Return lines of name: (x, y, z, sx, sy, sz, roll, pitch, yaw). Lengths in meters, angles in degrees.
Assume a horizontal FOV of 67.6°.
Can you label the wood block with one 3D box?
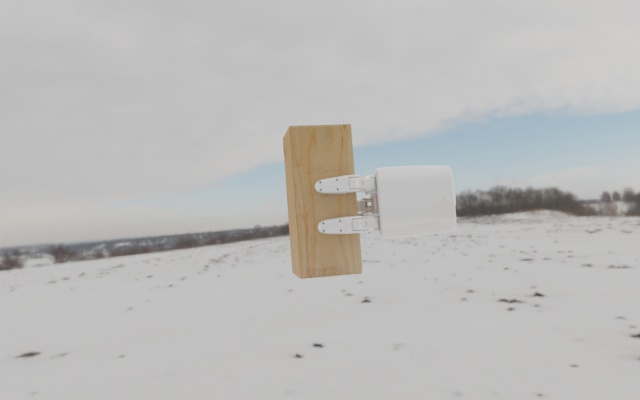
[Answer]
wood block: (0.000, 0.002, 0.690, 0.090, 0.206, 0.091, -4, -3, -10)
